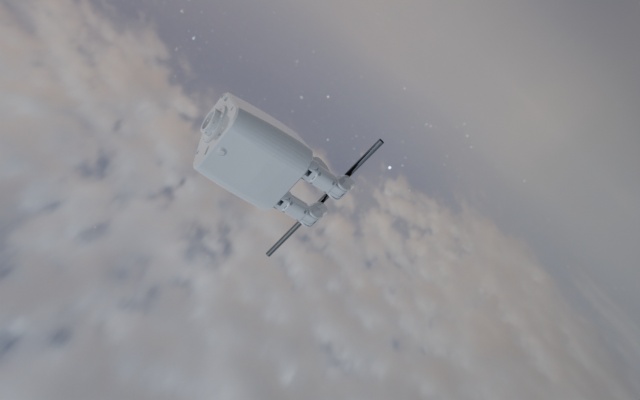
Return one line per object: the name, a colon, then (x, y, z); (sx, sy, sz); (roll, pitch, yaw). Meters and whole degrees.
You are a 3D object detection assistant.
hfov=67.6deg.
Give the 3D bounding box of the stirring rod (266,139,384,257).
stirring rod: (0.000, 0.002, 0.654); (0.239, 0.011, 0.011); (-45, -23, 24)
